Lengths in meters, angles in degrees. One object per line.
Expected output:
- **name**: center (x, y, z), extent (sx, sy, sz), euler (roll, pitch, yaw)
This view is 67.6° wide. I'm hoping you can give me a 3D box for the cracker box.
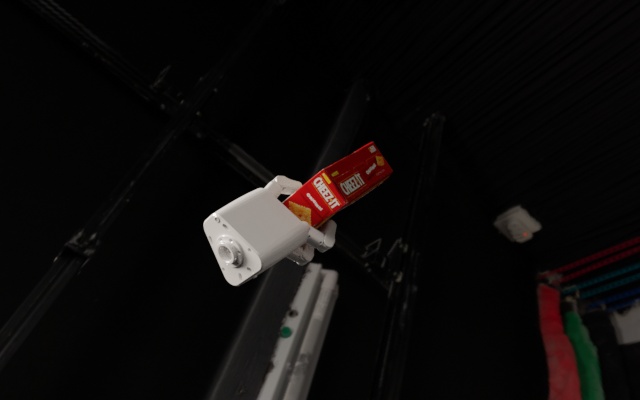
- **cracker box**: center (0.000, 0.003, 0.814), extent (0.214, 0.072, 0.164), euler (-36, -2, 39)
